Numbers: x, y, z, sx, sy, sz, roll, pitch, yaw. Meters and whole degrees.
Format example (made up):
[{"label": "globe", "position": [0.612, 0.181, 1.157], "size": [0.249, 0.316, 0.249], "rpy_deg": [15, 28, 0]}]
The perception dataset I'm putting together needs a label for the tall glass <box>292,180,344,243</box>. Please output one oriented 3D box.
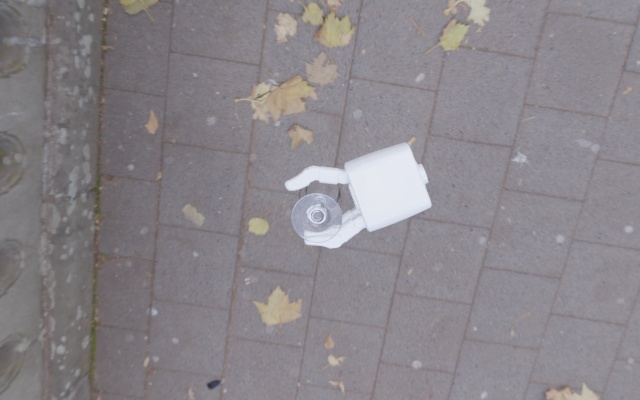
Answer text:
[{"label": "tall glass", "position": [0.000, 0.003, 0.785], "size": [0.079, 0.079, 0.201], "rpy_deg": [0, 14, 3]}]
